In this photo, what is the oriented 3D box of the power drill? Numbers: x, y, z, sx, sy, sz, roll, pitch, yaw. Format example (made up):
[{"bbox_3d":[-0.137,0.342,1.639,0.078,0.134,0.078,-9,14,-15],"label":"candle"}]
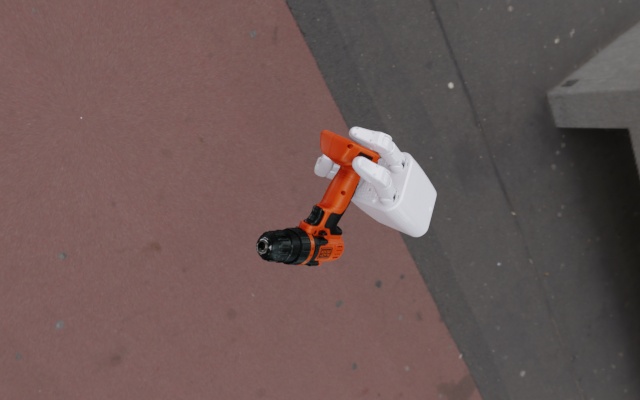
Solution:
[{"bbox_3d":[0.000,0.002,0.657,0.057,0.188,0.184,29,10,28],"label":"power drill"}]
